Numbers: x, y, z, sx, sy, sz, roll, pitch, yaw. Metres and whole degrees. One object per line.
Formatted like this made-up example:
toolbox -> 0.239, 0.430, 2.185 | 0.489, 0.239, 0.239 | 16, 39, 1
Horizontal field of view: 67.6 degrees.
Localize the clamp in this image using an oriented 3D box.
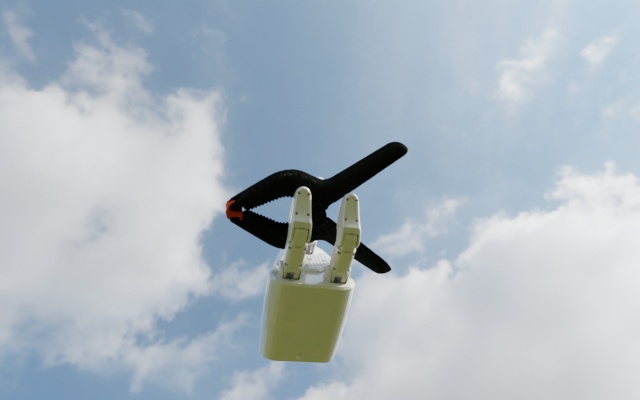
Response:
clamp -> -0.001, 0.002, 0.548 | 0.210, 0.164, 0.036 | 7, 17, -14
